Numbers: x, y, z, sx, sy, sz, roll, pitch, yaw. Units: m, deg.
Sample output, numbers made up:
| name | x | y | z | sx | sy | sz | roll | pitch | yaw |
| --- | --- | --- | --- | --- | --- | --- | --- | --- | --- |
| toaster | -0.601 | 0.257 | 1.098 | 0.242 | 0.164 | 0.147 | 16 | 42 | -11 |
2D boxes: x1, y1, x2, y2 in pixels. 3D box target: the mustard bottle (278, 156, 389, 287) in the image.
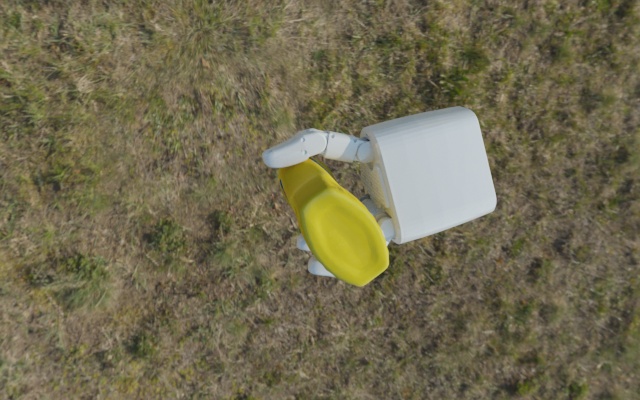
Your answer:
| name | x | y | z | sx | sy | sz | roll | pitch | yaw |
| --- | --- | --- | --- | --- | --- | --- | --- | --- | --- |
| mustard bottle | 0.000 | 0.002 | 0.467 | 0.058 | 0.096 | 0.191 | -39 | 23 | 2 |
